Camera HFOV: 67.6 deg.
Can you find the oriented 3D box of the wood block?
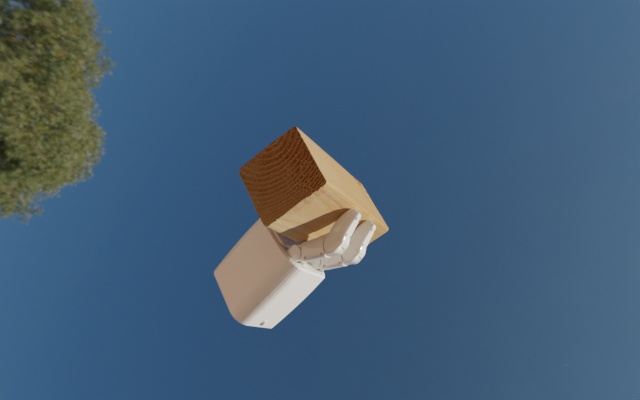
[{"bbox_3d":[0.000,0.002,0.623,0.090,0.090,0.206,-36,-30,12],"label":"wood block"}]
